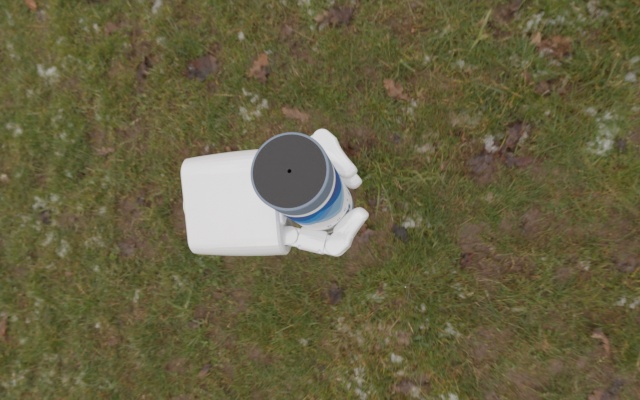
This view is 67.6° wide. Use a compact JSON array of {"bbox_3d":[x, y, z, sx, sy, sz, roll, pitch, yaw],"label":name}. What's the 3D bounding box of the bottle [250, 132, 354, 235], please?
[{"bbox_3d":[0.000,0.002,0.530,0.069,0.069,0.296,0,-10,10],"label":"bottle"}]
